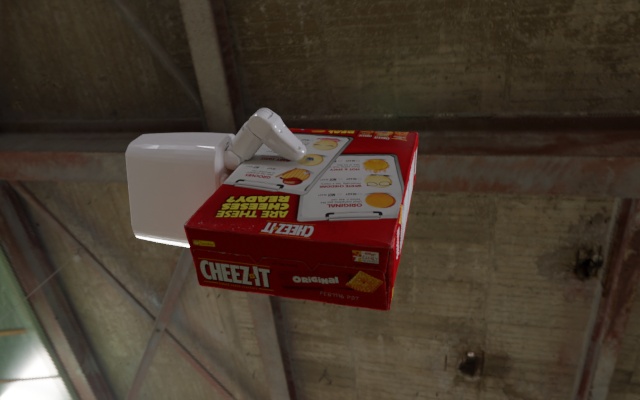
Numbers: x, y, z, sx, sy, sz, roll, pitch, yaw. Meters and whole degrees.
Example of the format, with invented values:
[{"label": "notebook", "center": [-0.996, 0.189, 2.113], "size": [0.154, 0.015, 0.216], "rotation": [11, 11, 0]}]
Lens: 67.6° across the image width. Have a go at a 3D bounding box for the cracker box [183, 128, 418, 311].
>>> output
[{"label": "cracker box", "center": [0.000, 0.001, 0.451], "size": [0.164, 0.072, 0.213], "rotation": [4, 31, 14]}]
